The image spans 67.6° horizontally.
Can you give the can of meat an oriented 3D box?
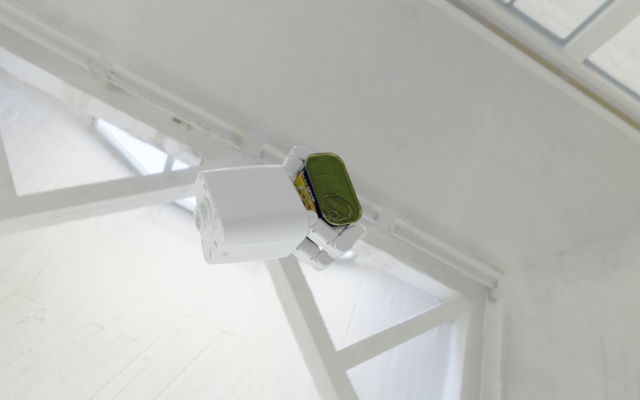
[{"bbox_3d":[0.000,0.002,0.629,0.057,0.102,0.084,-7,-24,-31],"label":"can of meat"}]
